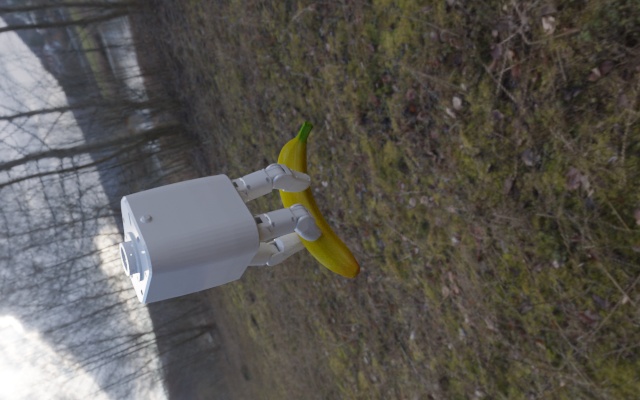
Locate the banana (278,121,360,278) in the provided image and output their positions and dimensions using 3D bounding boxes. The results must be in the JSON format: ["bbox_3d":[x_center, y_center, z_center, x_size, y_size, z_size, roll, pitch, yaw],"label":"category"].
[{"bbox_3d":[-0.012,0.006,0.568,0.037,0.197,0.070,-4,-21,-43],"label":"banana"}]
